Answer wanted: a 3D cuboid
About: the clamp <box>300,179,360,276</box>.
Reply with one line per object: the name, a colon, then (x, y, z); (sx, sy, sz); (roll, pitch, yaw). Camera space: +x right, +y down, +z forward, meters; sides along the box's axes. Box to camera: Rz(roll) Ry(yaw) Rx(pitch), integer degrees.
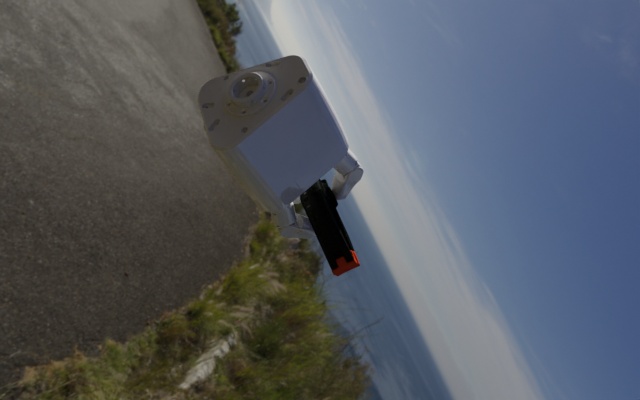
clamp: (0.001, 0.002, 0.556); (0.036, 0.209, 0.165); (-27, -35, 5)
